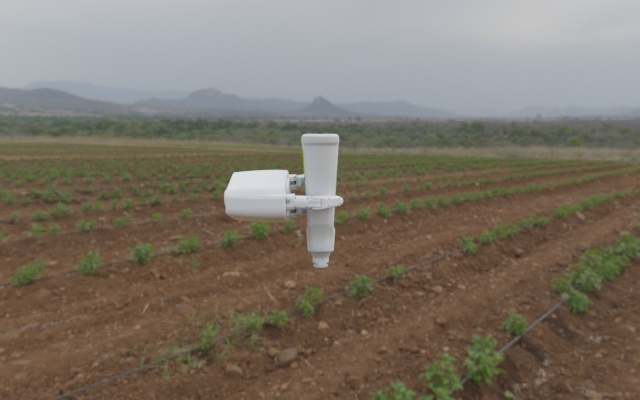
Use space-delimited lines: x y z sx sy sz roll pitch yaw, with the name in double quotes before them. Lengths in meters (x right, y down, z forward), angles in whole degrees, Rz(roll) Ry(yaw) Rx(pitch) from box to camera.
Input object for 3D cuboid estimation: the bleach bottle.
"bleach bottle" 0.000 0.003 0.891 0.068 0.251 0.102 0 9 1
